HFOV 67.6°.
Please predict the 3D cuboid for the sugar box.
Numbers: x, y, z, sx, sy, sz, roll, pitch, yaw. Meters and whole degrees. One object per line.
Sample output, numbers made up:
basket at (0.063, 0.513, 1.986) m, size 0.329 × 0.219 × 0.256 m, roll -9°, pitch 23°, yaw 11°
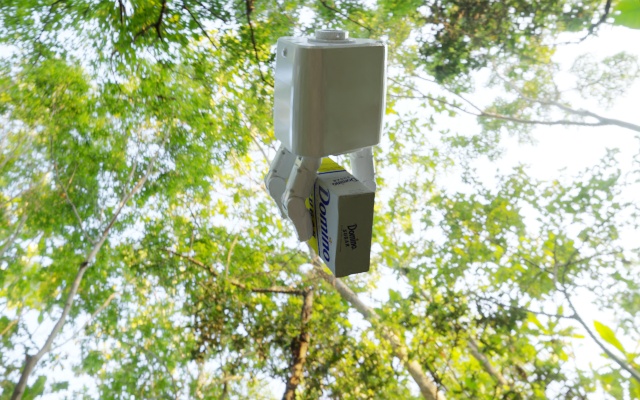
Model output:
sugar box at (0.000, 0.002, 0.539) m, size 0.048 × 0.093 × 0.176 m, roll -8°, pitch 25°, yaw -19°
